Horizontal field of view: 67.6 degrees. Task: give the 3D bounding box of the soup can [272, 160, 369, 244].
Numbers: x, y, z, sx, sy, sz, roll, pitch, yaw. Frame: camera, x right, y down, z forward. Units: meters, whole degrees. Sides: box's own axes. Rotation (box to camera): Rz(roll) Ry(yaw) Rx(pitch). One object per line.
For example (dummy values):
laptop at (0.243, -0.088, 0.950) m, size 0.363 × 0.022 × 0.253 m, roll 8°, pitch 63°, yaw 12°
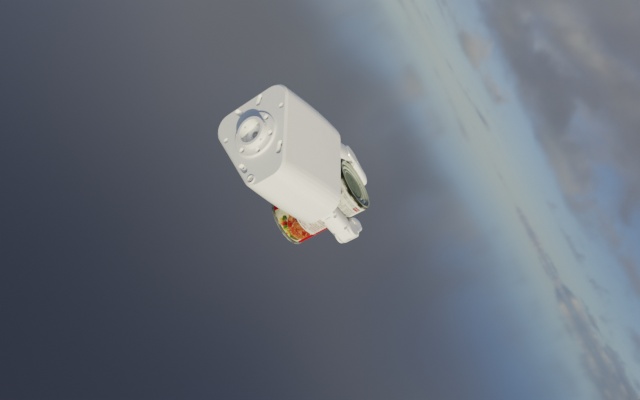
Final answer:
soup can at (0.001, 0.002, 0.589) m, size 0.102 × 0.068 × 0.068 m, roll -28°, pitch -10°, yaw 20°
